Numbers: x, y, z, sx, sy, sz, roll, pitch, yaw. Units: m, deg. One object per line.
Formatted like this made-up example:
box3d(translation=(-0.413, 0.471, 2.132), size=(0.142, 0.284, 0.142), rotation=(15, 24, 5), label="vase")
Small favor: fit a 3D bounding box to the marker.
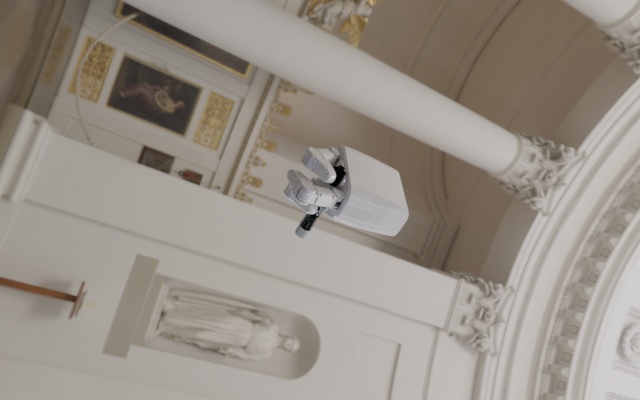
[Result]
box3d(translation=(0.000, 0.002, 0.659), size=(0.020, 0.121, 0.020), rotation=(25, 25, -13), label="marker")
